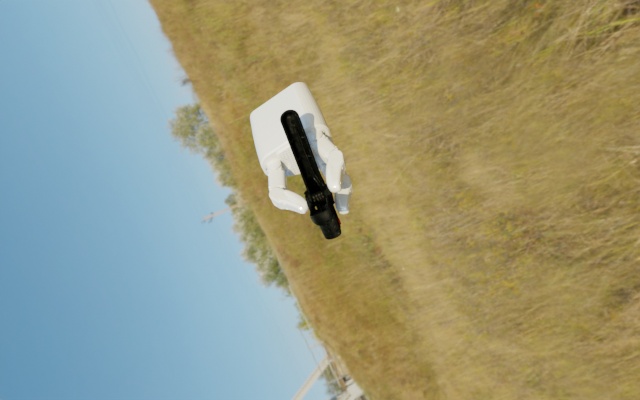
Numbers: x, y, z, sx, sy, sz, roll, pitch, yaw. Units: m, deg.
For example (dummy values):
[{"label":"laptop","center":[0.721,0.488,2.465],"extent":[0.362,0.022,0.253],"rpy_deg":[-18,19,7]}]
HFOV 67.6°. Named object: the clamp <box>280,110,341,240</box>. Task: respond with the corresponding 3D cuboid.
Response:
[{"label":"clamp","center":[-0.001,0.002,0.638],"extent":[0.036,0.164,0.210],"rpy_deg":[-19,-36,3]}]
